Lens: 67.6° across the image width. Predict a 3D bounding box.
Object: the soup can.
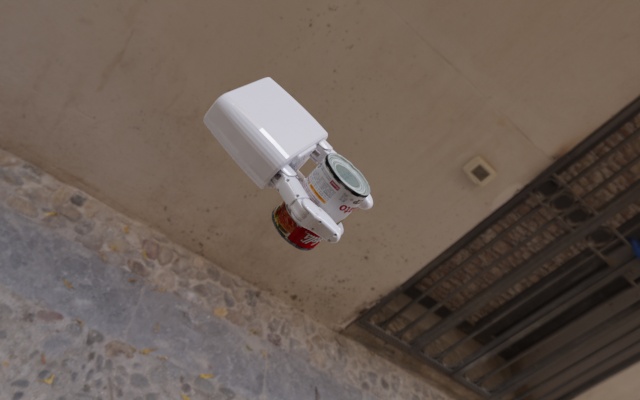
[{"bbox_3d":[0.001,0.002,0.560,0.102,0.068,0.068,-45,-23,25],"label":"soup can"}]
